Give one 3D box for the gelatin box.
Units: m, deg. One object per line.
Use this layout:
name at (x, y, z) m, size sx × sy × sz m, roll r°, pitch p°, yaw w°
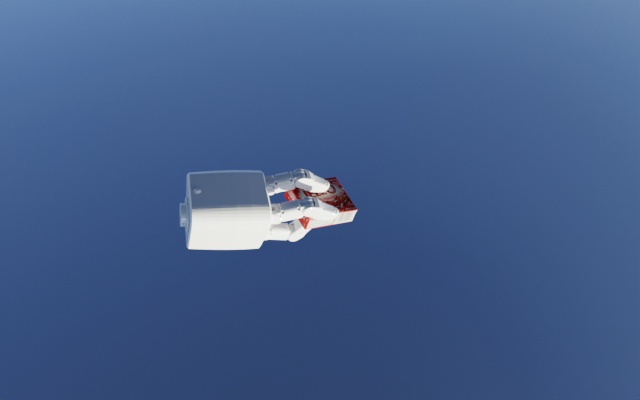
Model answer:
gelatin box at (0.000, 0.003, 0.723) m, size 0.089 × 0.073 × 0.030 m, roll -8°, pitch -40°, yaw -31°
